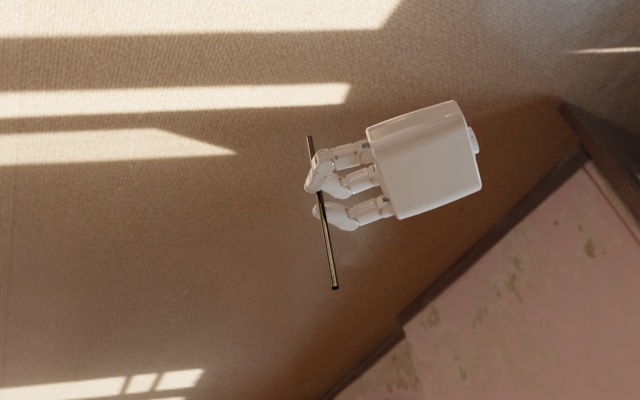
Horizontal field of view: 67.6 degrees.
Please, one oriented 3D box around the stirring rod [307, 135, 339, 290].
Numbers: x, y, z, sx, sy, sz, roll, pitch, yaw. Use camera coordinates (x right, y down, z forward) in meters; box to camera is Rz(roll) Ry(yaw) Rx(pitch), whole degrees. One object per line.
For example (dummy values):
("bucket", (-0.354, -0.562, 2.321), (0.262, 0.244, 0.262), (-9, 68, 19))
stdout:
("stirring rod", (0.000, 0.002, 0.568), (0.011, 0.239, 0.011), (-5, -43, -5))
